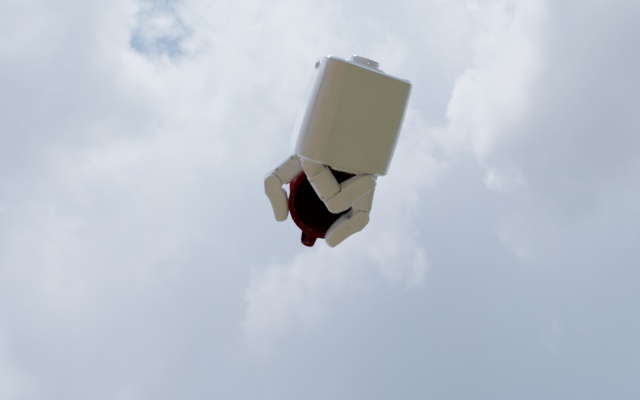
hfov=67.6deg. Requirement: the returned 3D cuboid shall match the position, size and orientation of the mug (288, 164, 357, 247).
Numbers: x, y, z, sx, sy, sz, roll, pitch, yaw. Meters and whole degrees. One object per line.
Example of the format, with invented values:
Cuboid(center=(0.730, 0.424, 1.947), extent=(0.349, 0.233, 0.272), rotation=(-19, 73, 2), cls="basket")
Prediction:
Cuboid(center=(0.000, 0.003, 0.601), extent=(0.093, 0.117, 0.081), rotation=(14, 14, -12), cls="mug")
